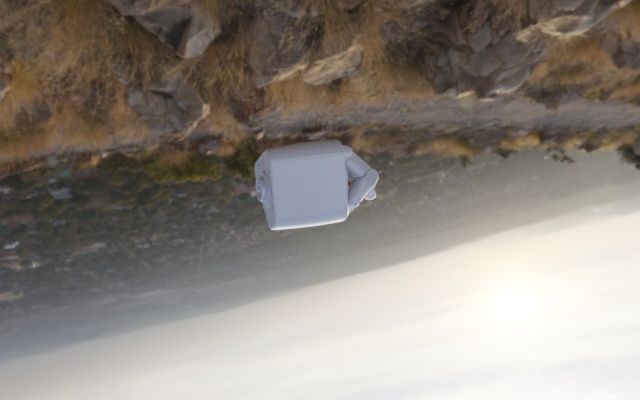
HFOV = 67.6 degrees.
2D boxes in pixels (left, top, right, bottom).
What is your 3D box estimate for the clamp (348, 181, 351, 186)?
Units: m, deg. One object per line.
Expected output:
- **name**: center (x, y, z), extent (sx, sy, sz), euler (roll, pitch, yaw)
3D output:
- **clamp**: center (0.000, 0.003, 0.773), extent (0.120, 0.039, 0.171), euler (-6, -14, -21)
